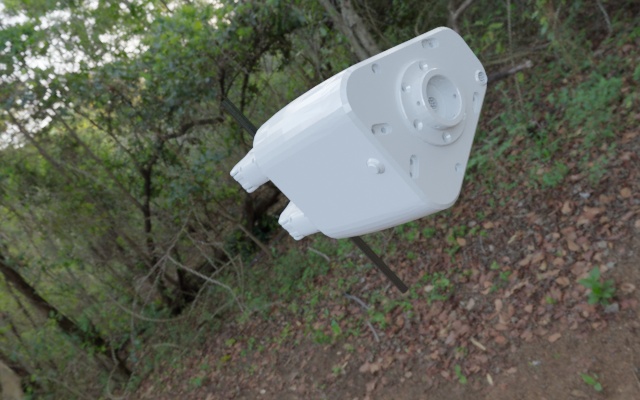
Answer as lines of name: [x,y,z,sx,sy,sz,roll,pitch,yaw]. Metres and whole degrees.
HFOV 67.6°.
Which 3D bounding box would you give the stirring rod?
stirring rod: [0.000,0.001,0.426,0.011,0.239,0.011,-40,15,13]
